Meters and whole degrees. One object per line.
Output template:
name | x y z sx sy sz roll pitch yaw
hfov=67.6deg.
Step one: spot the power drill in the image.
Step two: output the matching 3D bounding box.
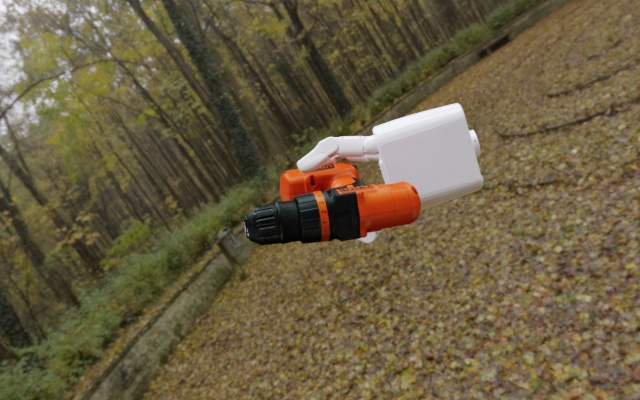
power drill | 0.000 0.002 0.555 0.184 0.057 0.187 -7 14 -10
